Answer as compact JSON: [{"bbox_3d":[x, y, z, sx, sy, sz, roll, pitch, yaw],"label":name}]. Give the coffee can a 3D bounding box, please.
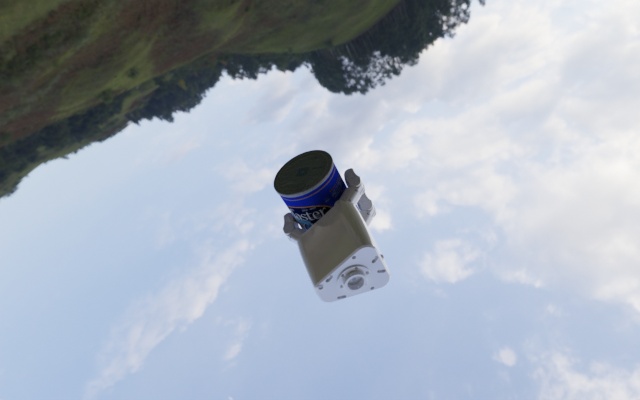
[{"bbox_3d":[0.000,0.002,0.785,0.103,0.102,0.140,0,-44,35],"label":"coffee can"}]
